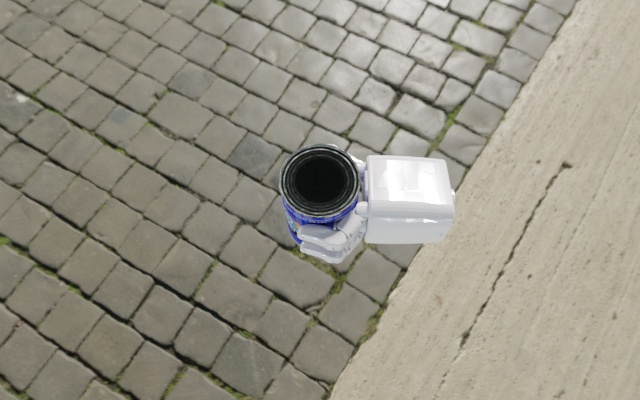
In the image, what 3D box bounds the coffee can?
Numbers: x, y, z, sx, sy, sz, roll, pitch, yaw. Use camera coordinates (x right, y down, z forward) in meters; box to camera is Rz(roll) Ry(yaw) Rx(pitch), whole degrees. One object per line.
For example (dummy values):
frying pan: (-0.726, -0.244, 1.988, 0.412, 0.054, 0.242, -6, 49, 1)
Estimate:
coffee can: (0.000, 0.002, 0.652, 0.103, 0.102, 0.140, 0, -24, 1)
